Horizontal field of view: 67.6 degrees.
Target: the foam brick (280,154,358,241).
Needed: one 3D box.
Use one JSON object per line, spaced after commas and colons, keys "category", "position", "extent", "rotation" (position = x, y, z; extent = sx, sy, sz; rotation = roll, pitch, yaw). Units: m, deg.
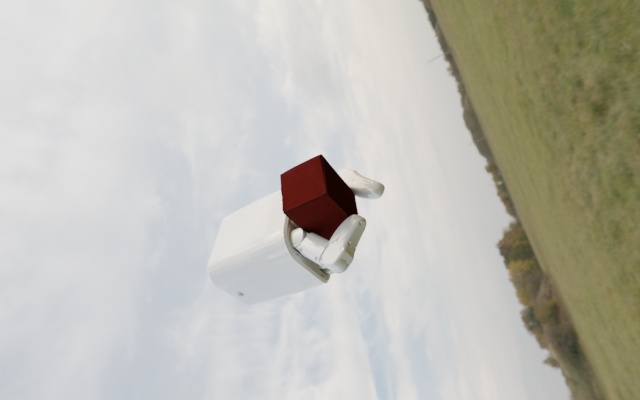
{"category": "foam brick", "position": [0.000, 0.001, 0.494], "extent": [0.051, 0.053, 0.078], "rotation": [-22, -40, 19]}
